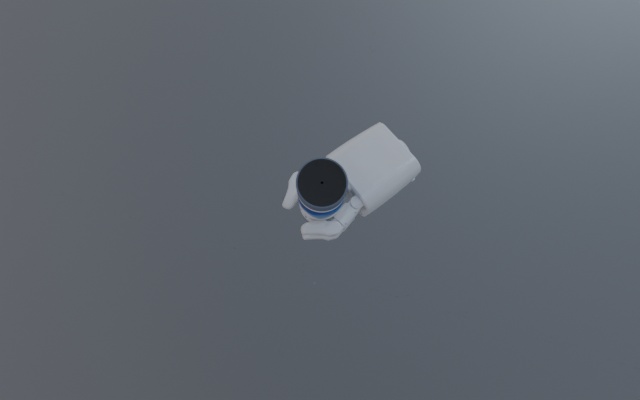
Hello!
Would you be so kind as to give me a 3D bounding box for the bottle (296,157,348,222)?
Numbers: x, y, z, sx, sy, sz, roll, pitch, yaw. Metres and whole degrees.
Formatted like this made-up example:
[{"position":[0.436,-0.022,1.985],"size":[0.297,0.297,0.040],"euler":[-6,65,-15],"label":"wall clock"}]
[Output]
[{"position":[0.000,0.002,0.746],"size":[0.069,0.069,0.296],"euler":[0,-10,-1],"label":"bottle"}]
